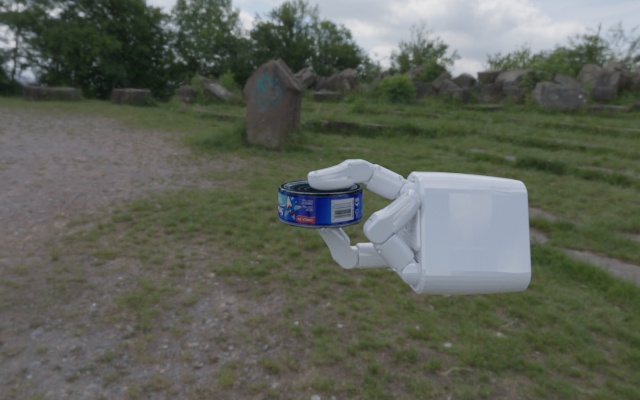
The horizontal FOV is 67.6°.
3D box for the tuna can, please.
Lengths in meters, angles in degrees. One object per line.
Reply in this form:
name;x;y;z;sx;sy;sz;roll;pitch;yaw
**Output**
tuna can;0.000;0.001;0.478;0.086;0.034;0.086;0;12;0
